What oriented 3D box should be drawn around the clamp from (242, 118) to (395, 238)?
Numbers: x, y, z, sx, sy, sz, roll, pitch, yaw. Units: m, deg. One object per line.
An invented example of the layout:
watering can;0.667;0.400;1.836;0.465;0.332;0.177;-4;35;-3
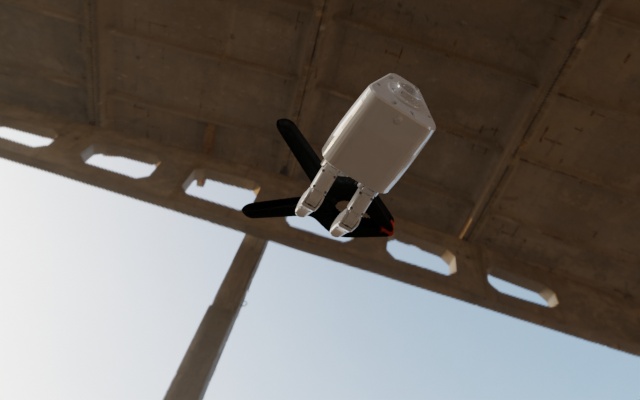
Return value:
clamp;0.001;0.002;0.652;0.210;0.165;0.036;30;36;-9
